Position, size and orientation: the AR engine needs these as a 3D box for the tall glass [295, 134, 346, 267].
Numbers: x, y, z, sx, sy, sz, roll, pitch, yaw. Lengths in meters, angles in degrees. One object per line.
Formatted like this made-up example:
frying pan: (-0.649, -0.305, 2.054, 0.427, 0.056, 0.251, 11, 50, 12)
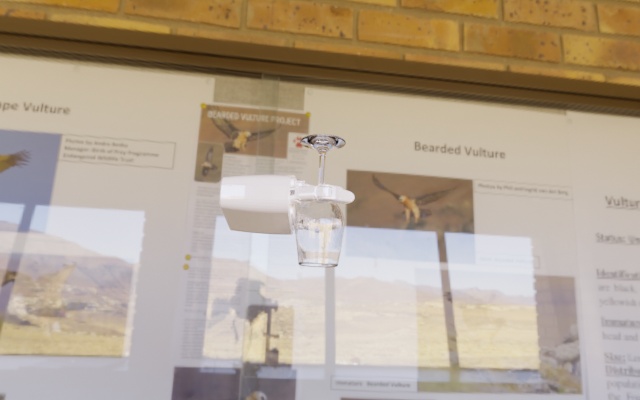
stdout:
tall glass: (0.000, 0.002, 0.752, 0.079, 0.201, 0.079, 2, -13, 0)
